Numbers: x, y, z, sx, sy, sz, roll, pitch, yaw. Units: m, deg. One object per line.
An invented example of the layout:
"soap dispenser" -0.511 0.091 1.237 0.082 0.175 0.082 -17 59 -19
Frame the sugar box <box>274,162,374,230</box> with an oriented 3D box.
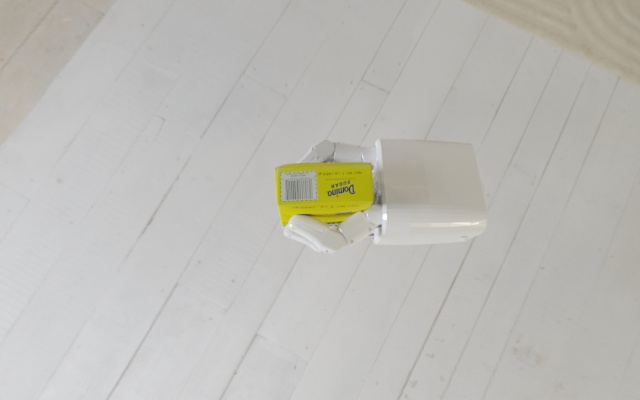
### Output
"sugar box" 0.000 0.002 0.528 0.093 0.048 0.176 -1 -13 -2
